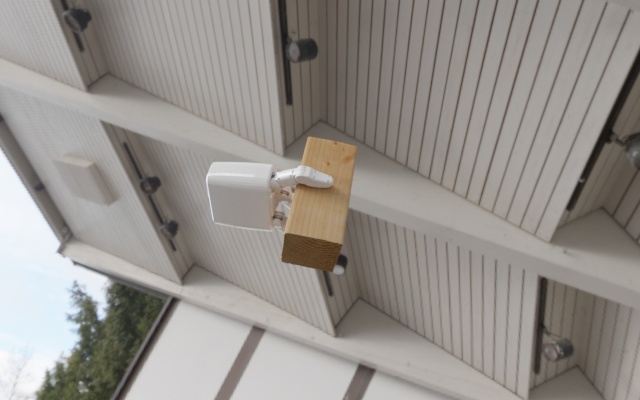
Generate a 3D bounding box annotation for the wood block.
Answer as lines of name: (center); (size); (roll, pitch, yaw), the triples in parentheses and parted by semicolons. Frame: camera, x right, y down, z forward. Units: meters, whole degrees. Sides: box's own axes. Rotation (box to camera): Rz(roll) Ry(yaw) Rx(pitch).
wood block: (0.000, 0.002, 0.800); (0.090, 0.206, 0.091); (12, -37, -1)
